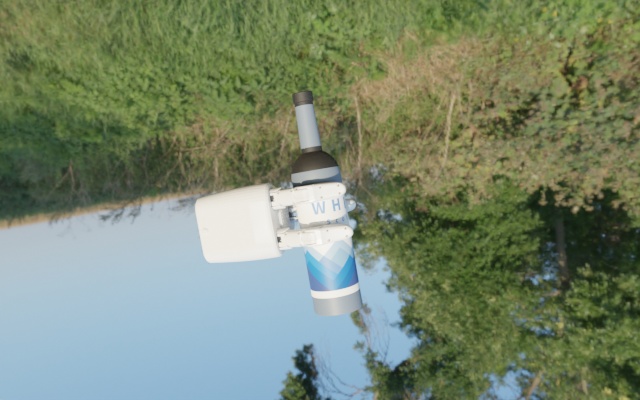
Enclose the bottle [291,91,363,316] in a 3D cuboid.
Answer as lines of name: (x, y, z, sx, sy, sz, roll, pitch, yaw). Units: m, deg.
bottle: (0.000, 0.002, 0.642, 0.069, 0.296, 0.069, -10, 3, 1)
